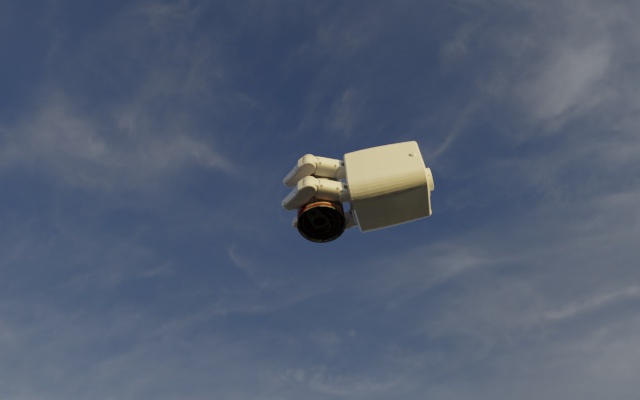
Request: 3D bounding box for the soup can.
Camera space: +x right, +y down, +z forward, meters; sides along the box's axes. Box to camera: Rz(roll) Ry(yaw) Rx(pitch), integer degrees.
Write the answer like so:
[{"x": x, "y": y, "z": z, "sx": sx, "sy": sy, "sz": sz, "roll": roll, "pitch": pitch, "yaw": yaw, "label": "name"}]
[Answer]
[{"x": 0.000, "y": 0.002, "z": 0.695, "sx": 0.068, "sy": 0.069, "sz": 0.102, "roll": 0, "pitch": 39, "yaw": -2, "label": "soup can"}]
